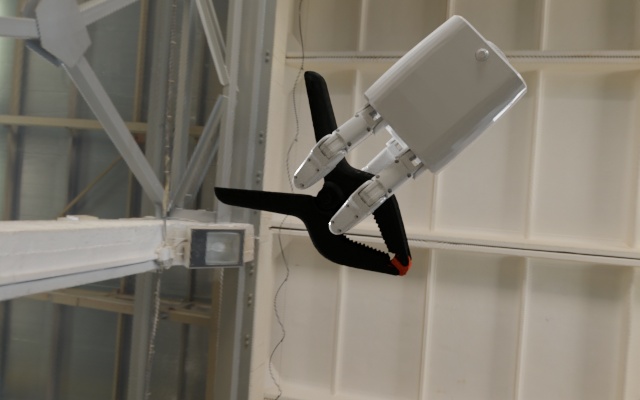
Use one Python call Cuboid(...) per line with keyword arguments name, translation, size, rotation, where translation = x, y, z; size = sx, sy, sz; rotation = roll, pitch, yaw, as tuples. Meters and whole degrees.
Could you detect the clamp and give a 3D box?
Cuboid(name="clamp", translation=(0.001, 0.002, 0.471), size=(0.164, 0.210, 0.036), rotation=(-43, -10, 15))
